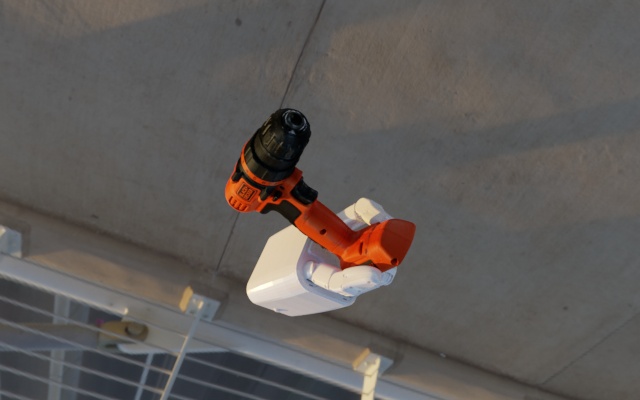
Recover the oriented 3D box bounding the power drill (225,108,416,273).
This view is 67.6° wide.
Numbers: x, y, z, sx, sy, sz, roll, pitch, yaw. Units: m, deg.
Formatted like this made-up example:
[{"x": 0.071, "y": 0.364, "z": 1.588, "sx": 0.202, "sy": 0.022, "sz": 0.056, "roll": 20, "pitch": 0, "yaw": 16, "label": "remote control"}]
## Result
[{"x": 0.000, "y": 0.002, "z": 0.482, "sx": 0.187, "sy": 0.057, "sz": 0.184, "roll": 36, "pitch": -28, "yaw": -8, "label": "power drill"}]
